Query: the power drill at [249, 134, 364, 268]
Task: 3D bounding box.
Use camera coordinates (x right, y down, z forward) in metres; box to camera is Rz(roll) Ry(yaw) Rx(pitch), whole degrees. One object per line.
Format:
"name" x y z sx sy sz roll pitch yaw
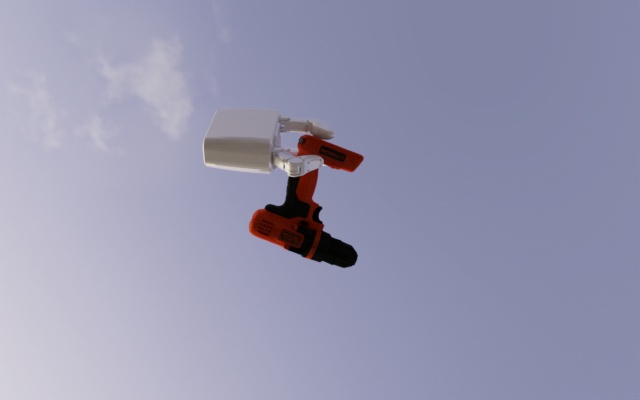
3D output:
"power drill" 0.000 0.002 0.761 0.184 0.187 0.057 21 4 -11
